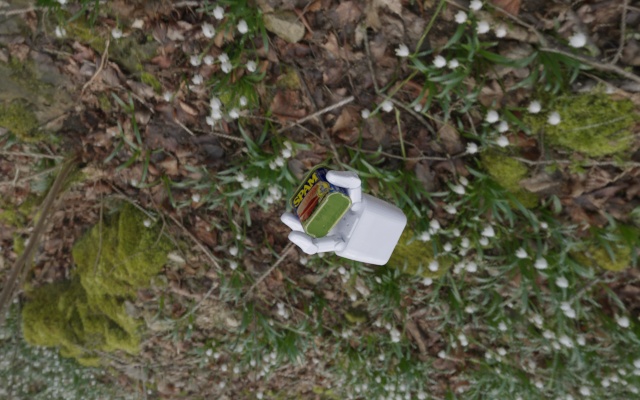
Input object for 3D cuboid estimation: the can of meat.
[{"bbox_3d":[0.000,0.003,0.822,0.057,0.102,0.084,23,25,-35],"label":"can of meat"}]
